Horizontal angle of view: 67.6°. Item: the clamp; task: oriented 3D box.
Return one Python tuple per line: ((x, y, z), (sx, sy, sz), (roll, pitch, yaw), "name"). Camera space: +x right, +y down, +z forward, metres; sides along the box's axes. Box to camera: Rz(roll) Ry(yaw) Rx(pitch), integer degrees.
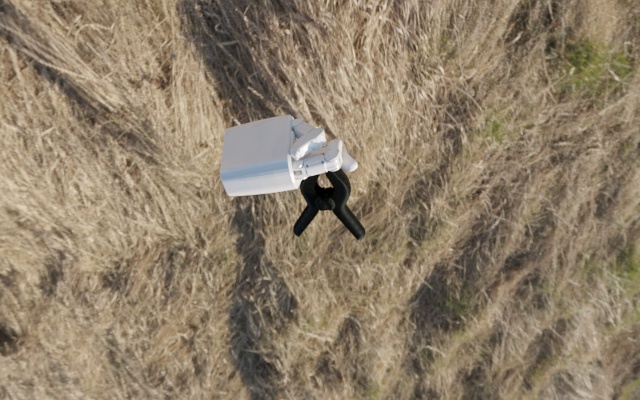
((0.000, 0.003, 0.757), (0.120, 0.172, 0.039), (-8, 38, 10), "clamp")
